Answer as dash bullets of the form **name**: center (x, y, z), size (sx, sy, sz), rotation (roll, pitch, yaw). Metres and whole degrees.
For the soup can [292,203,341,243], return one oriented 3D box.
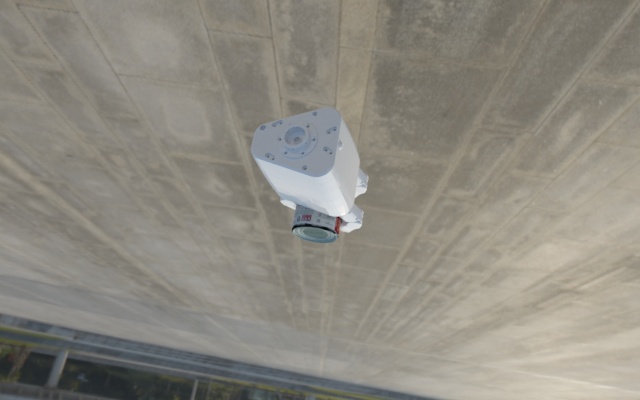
- **soup can**: center (0.000, 0.003, 0.680), size (0.068, 0.102, 0.068), rotation (8, -23, 3)
